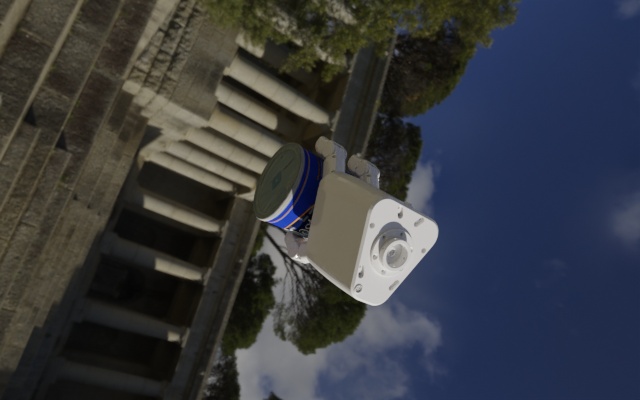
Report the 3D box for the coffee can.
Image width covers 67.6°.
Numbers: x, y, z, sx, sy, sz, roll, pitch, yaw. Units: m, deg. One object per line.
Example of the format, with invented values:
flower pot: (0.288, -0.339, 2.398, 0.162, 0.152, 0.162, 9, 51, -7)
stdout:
coffee can: (0.000, 0.002, 0.612, 0.140, 0.102, 0.103, 26, -13, -29)
